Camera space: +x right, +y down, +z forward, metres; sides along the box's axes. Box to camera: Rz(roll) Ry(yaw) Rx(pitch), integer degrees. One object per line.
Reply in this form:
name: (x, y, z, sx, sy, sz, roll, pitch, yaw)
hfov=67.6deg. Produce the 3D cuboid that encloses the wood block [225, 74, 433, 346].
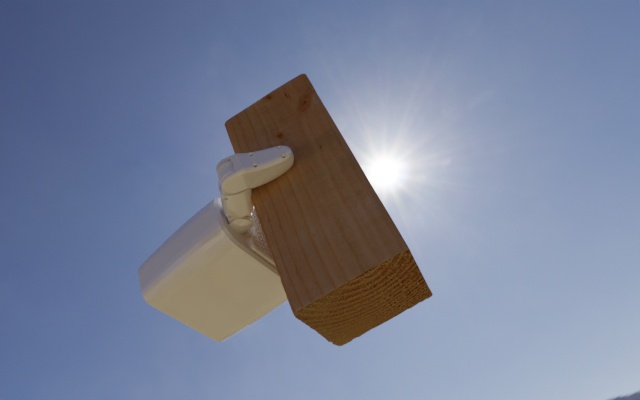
wood block: (0.000, 0.001, 0.405, 0.090, 0.206, 0.091, -30, -37, 6)
